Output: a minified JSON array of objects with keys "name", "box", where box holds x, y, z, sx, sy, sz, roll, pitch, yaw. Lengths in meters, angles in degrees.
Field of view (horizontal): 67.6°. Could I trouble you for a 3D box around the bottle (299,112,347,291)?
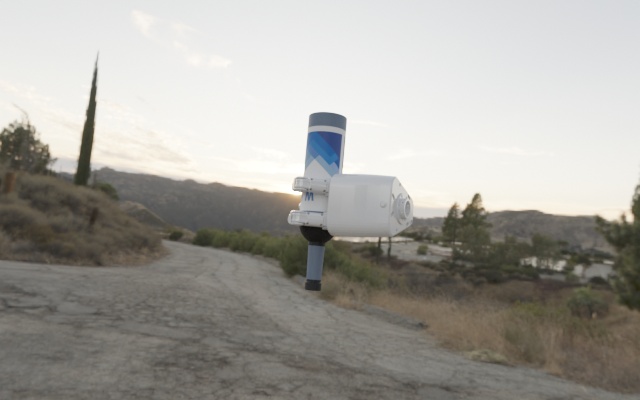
[{"name":"bottle","box":[0.000,0.002,0.806,0.069,0.295,0.069,5,-6,1]}]
